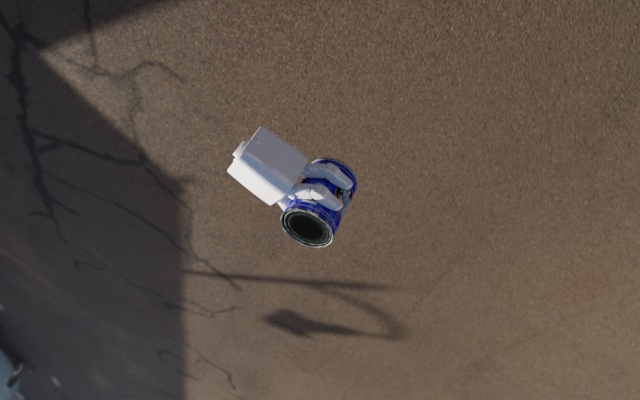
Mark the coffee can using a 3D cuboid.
[{"bbox_3d":[0.000,0.003,0.893,0.103,0.103,0.140,0,44,30],"label":"coffee can"}]
